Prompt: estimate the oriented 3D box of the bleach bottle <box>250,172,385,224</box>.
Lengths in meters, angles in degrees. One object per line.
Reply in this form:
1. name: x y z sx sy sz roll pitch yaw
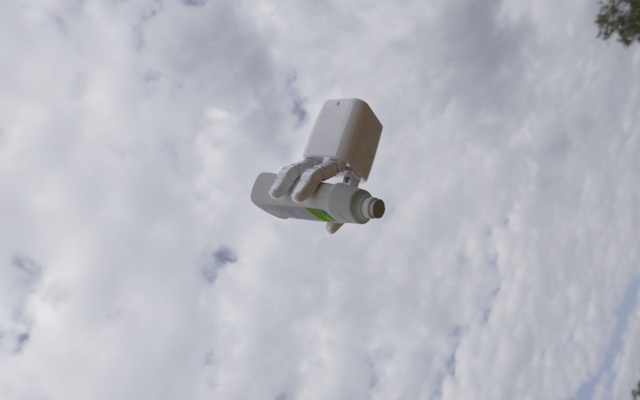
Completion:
1. bleach bottle: 0.000 0.002 0.758 0.251 0.068 0.102 8 -15 46
